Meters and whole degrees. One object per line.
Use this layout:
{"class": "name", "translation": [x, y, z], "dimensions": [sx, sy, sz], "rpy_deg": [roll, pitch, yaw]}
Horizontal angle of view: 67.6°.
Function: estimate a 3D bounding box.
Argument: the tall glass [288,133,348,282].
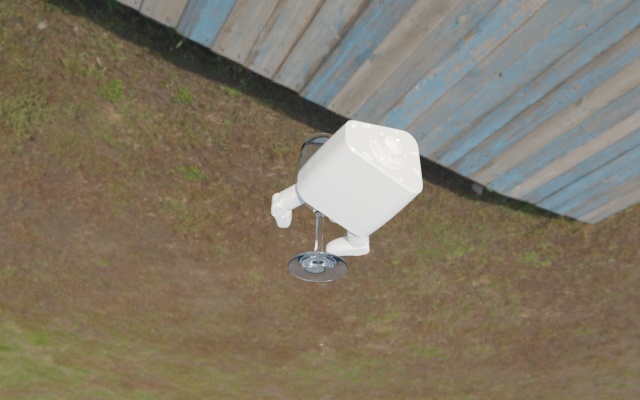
{"class": "tall glass", "translation": [0.000, 0.003, 0.643], "dimensions": [0.079, 0.201, 0.079], "rpy_deg": [1, -36, 1]}
